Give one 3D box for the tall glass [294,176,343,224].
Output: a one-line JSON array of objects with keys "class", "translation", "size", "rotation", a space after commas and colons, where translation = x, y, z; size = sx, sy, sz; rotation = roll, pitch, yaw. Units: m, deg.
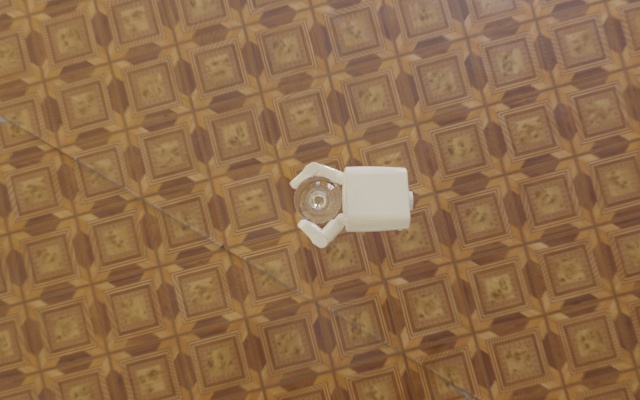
[{"class": "tall glass", "translation": [0.000, 0.003, 0.839], "size": [0.079, 0.079, 0.201], "rotation": [0, -2, 2]}]
